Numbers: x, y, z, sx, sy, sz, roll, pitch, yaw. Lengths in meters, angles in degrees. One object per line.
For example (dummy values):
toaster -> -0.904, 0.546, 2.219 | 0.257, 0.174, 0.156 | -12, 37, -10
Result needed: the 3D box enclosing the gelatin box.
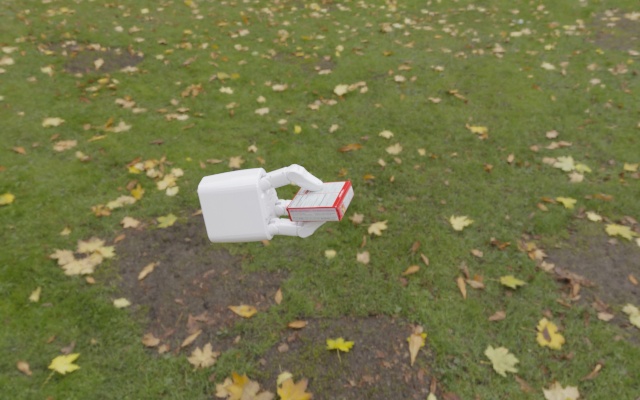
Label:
gelatin box -> 0.000, 0.002, 0.757 | 0.089, 0.030, 0.073 | -3, 33, 26
